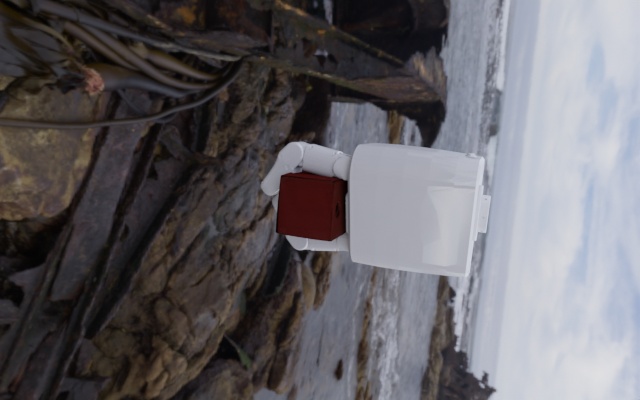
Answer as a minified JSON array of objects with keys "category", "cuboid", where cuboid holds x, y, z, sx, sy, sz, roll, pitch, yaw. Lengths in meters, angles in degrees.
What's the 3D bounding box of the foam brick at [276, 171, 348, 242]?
[{"category":"foam brick","cuboid":[0.000,0.002,0.435,0.051,0.053,0.078,8,11,20]}]
